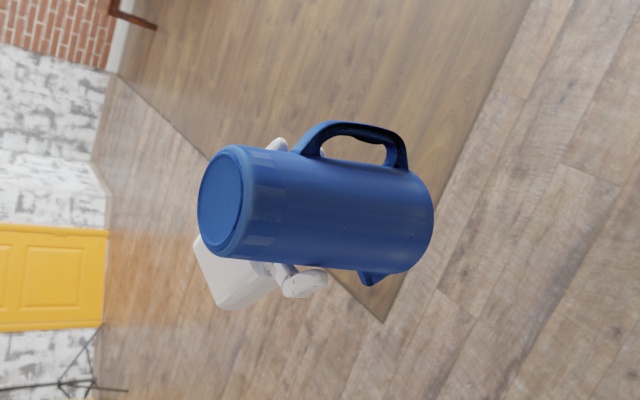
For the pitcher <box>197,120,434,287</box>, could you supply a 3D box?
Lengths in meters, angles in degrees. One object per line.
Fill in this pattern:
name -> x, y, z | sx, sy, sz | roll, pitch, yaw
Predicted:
pitcher -> 0.000, 0.002, 0.519 | 0.243, 0.149, 0.145 | 8, -37, -38
